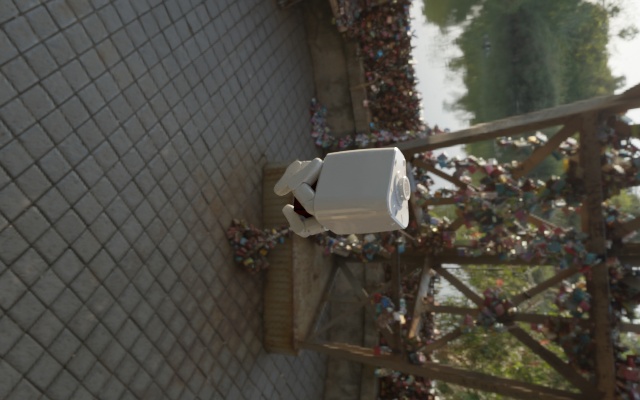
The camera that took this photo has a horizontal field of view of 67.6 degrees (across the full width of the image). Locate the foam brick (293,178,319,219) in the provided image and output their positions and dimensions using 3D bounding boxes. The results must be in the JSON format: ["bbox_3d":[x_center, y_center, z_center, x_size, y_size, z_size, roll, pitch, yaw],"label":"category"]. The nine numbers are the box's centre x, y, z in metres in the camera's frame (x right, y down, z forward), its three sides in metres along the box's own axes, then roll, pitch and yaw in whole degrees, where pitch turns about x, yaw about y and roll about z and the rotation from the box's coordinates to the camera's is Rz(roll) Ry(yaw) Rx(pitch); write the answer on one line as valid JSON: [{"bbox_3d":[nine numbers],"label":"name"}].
[{"bbox_3d":[0.000,0.002,0.731,0.051,0.053,0.078,-5,-21,25],"label":"foam brick"}]
